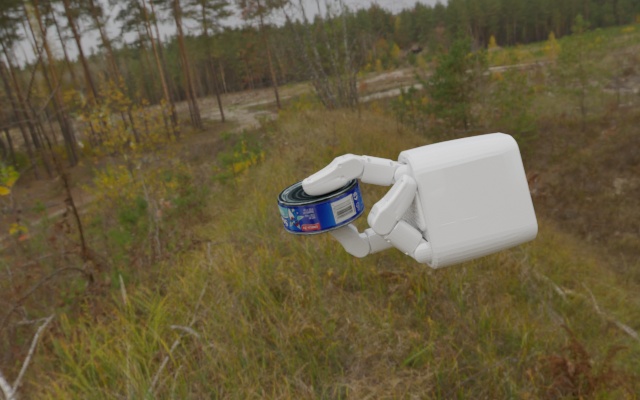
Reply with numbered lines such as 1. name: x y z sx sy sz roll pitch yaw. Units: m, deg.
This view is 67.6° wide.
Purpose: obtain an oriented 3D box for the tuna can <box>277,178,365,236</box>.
1. tuna can: 0.000 0.001 0.486 0.086 0.034 0.086 -13 19 5
